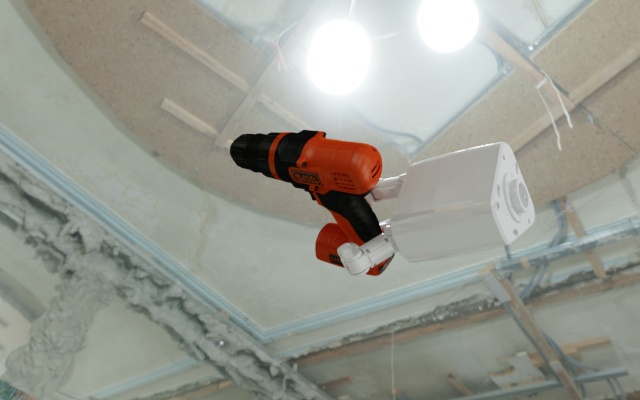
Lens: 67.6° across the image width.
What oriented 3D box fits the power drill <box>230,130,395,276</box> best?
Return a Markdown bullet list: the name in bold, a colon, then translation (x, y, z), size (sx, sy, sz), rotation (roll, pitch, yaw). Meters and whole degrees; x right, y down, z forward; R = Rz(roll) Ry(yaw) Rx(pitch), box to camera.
- **power drill**: translation (0.000, 0.002, 0.536), size (0.184, 0.057, 0.188), rotation (13, -33, 36)
